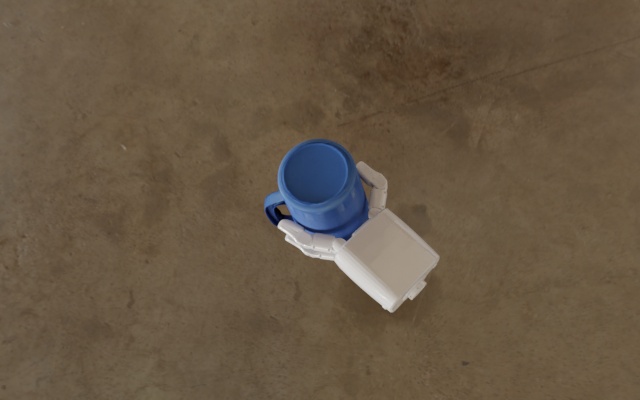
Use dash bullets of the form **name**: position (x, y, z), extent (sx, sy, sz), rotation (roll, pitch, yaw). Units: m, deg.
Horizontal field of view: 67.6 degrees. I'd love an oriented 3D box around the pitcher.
- **pitcher**: position (0.000, 0.003, 0.743), extent (0.145, 0.149, 0.243), rotation (43, -8, 19)
